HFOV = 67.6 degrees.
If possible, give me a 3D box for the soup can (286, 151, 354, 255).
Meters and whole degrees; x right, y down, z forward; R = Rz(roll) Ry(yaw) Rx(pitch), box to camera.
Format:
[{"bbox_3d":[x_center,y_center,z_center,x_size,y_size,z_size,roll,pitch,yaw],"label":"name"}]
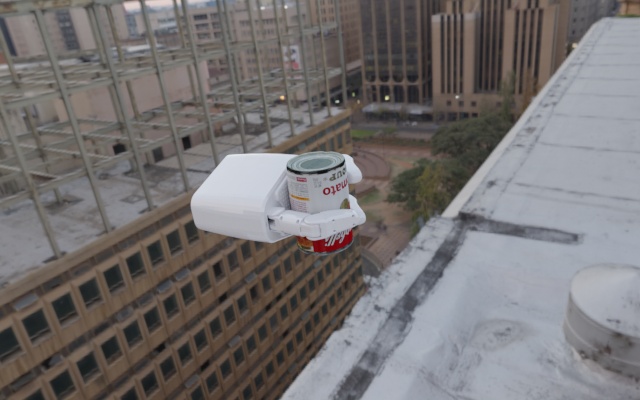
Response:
[{"bbox_3d":[0.000,0.002,0.546,0.068,0.102,0.068,-6,24,3],"label":"soup can"}]
